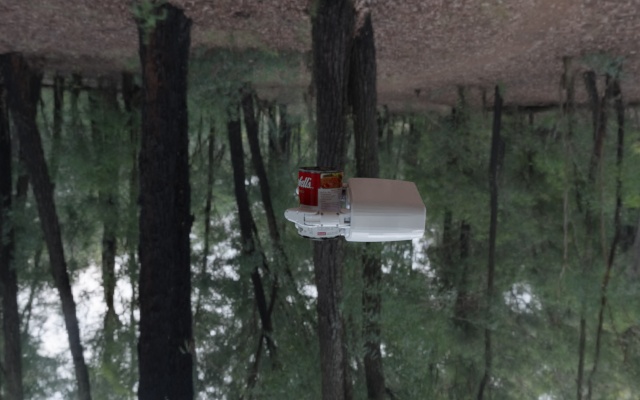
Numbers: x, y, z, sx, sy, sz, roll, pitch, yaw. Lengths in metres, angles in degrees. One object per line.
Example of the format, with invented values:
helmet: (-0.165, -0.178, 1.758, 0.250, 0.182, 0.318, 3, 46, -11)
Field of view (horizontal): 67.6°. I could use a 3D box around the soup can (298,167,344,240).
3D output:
soup can: (0.000, 0.003, 0.718, 0.068, 0.102, 0.068, 1, 9, 0)
